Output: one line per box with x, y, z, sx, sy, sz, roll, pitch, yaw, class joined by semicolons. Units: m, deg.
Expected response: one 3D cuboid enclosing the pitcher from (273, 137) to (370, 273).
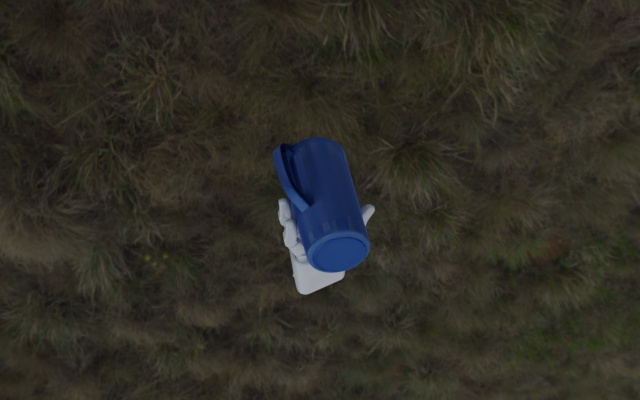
0.000;0.003;0.863;0.149;0.145;0.242;-7;45;-9;pitcher
